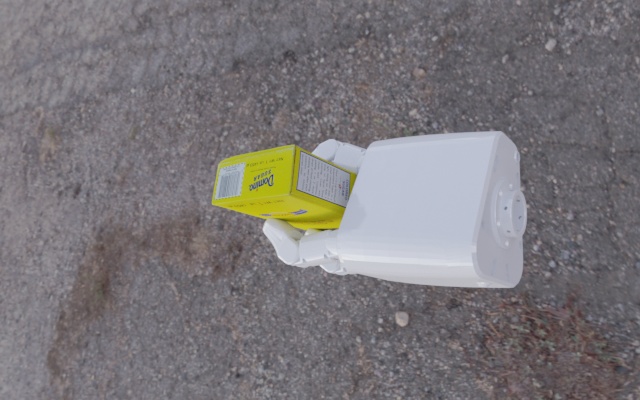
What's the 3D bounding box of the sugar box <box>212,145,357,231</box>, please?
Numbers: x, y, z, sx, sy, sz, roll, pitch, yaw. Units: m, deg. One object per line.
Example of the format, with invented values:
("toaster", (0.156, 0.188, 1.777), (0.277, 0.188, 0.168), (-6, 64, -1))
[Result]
("sugar box", (0.000, 0.002, 0.437), (0.093, 0.048, 0.176), (-6, -19, 40))
